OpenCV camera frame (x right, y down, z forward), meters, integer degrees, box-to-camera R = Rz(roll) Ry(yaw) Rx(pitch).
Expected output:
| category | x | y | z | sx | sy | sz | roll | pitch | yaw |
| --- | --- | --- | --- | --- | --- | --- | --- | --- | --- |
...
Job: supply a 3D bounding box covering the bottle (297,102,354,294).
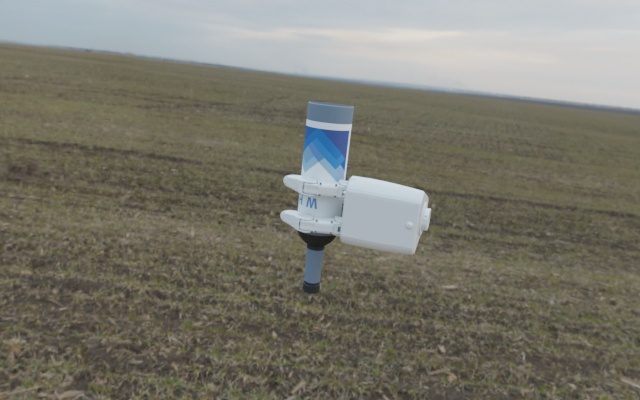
| category | x | y | z | sx | sy | sz | roll | pitch | yaw |
| --- | --- | --- | --- | --- | --- | --- | --- | --- | --- |
| bottle | 0.000 | 0.002 | 0.727 | 0.069 | 0.296 | 0.069 | 6 | 15 | -2 |
